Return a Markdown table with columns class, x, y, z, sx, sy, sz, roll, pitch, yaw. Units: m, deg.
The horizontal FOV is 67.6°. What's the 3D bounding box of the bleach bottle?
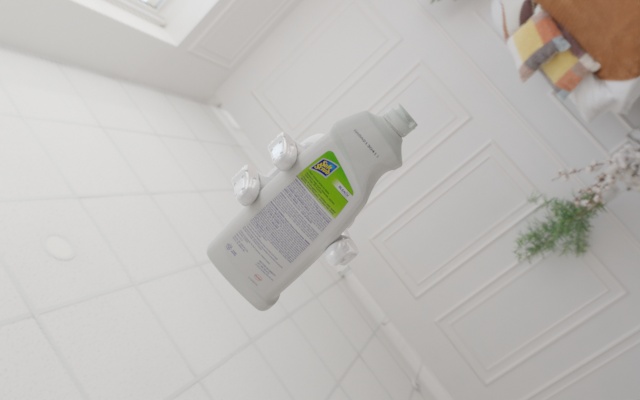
| class | x | y | z | sx | sy | sz | roll | pitch | yaw |
| --- | --- | --- | --- | --- | --- | --- | --- | --- | --- |
| bleach bottle | 0.000 | 0.002 | 0.497 | 0.251 | 0.102 | 0.068 | -41 | 6 | 15 |
